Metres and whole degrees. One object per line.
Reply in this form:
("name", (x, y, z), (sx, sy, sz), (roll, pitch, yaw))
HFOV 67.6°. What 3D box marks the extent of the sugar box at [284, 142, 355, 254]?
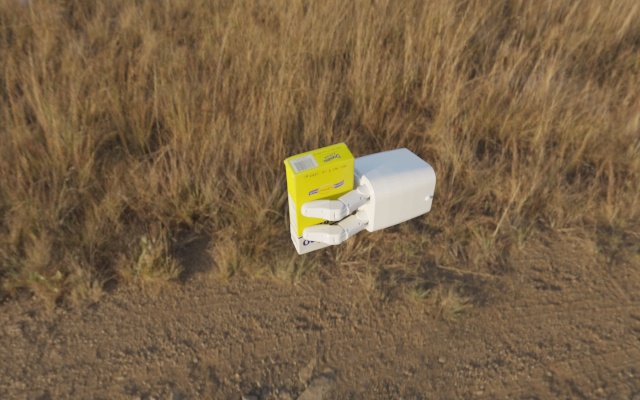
("sugar box", (0.000, 0.003, 0.719), (0.093, 0.176, 0.048), (-17, 46, -13))
